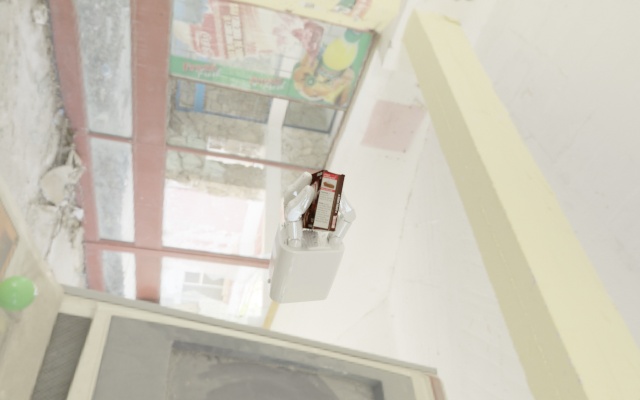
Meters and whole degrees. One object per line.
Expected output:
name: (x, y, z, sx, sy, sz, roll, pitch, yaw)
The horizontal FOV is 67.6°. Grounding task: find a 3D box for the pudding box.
pudding box: (0.000, 0.003, 0.739, 0.039, 0.090, 0.113, 11, -4, -14)
